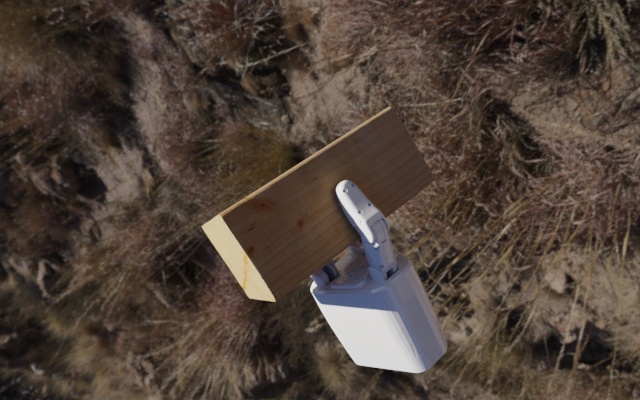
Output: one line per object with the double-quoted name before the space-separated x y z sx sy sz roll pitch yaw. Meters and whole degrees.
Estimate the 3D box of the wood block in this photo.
"wood block" 0.000 0.002 0.476 0.206 0.090 0.091 -35 6 -25
